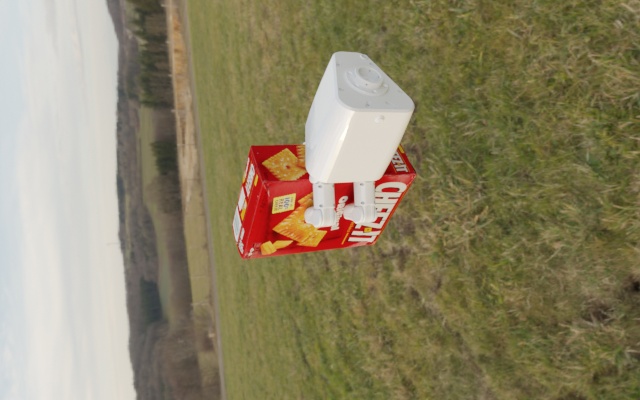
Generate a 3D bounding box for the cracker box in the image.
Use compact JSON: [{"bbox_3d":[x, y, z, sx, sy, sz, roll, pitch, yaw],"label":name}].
[{"bbox_3d":[0.000,0.002,0.650,0.213,0.072,0.164,-4,-38,-24],"label":"cracker box"}]
